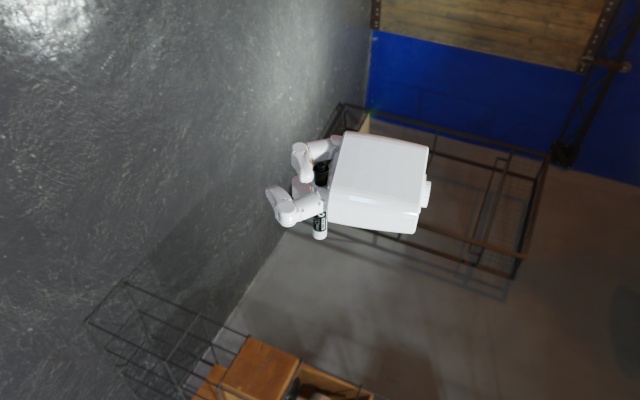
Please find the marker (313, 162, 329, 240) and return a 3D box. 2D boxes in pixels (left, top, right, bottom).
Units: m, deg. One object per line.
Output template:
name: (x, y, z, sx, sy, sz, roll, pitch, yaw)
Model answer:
marker: (0.000, 0.002, 0.592, 0.020, 0.121, 0.020, 1, 44, -1)
